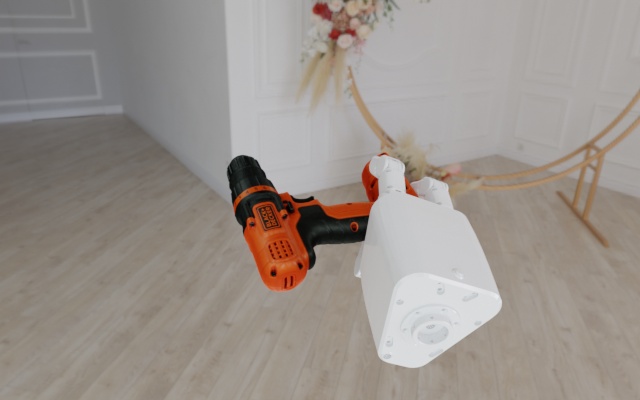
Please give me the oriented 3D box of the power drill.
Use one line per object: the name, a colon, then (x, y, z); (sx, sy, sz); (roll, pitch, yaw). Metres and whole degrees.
power drill: (0.001, 0.002, 0.525); (0.187, 0.184, 0.057); (-14, -40, -15)
